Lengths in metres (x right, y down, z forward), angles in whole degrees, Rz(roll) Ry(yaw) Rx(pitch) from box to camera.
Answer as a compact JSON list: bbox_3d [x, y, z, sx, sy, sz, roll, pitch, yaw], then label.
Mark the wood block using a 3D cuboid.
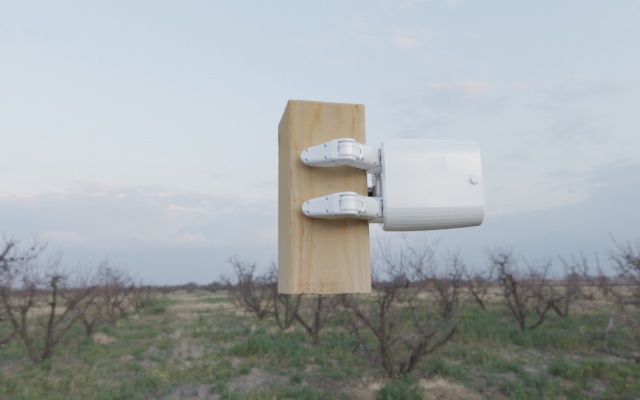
[{"bbox_3d":[0.000,0.002,0.545,0.090,0.206,0.091,1,-11,-12],"label":"wood block"}]
